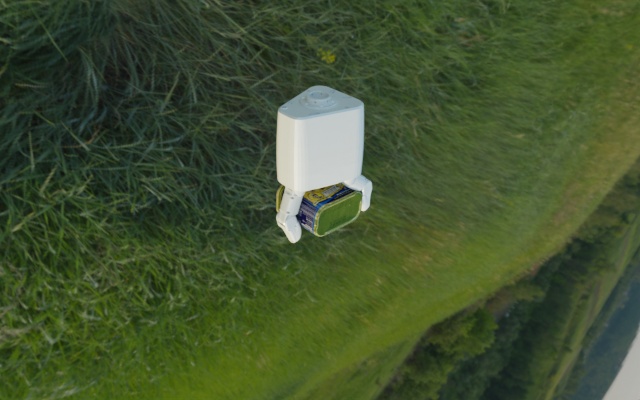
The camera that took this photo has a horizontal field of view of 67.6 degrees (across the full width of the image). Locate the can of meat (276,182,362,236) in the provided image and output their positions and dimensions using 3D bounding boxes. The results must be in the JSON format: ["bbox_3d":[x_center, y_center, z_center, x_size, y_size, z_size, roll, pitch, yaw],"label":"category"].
[{"bbox_3d":[0.000,0.003,0.708,0.102,0.057,0.084,-24,42,-39],"label":"can of meat"}]
